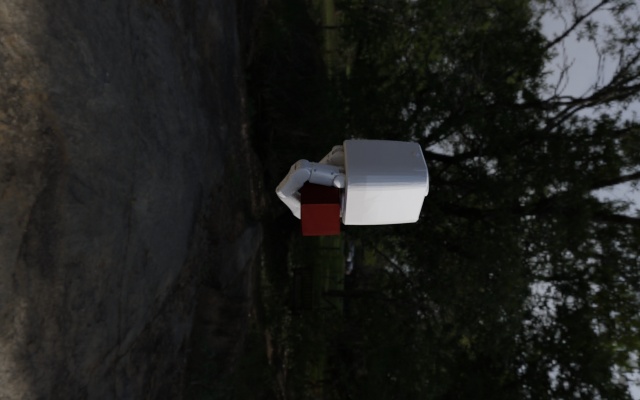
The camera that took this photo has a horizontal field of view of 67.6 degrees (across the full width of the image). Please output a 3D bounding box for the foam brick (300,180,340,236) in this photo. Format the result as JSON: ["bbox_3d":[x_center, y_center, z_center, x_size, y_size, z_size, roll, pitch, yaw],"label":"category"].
[{"bbox_3d":[0.000,0.002,0.632,0.051,0.053,0.078,0,37,0],"label":"foam brick"}]
